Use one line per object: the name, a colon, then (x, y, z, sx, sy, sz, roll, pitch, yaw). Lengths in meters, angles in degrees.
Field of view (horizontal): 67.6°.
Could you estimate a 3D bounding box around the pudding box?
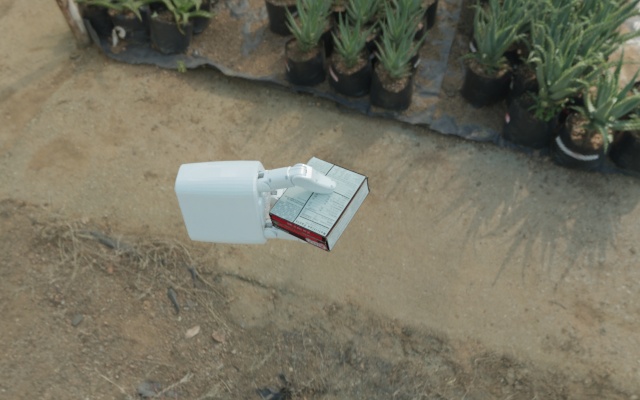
pudding box: (0.000, 0.002, 0.629, 0.090, 0.113, 0.039, 23, -28, 23)
